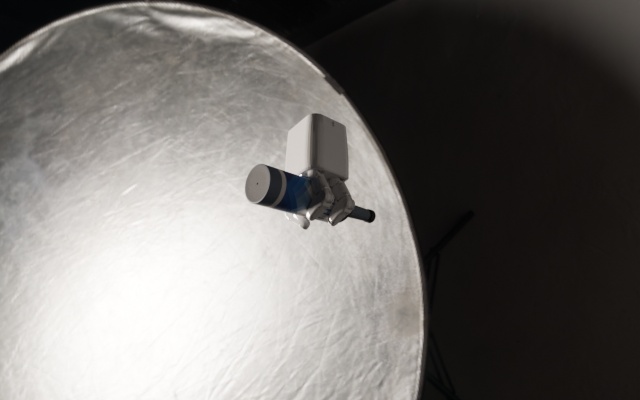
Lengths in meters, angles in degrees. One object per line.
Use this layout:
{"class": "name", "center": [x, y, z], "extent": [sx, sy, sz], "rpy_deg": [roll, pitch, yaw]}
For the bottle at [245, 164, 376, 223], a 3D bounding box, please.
{"class": "bottle", "center": [0.000, 0.003, 0.866], "extent": [0.069, 0.069, 0.296], "rpy_deg": [0, -12, 45]}
